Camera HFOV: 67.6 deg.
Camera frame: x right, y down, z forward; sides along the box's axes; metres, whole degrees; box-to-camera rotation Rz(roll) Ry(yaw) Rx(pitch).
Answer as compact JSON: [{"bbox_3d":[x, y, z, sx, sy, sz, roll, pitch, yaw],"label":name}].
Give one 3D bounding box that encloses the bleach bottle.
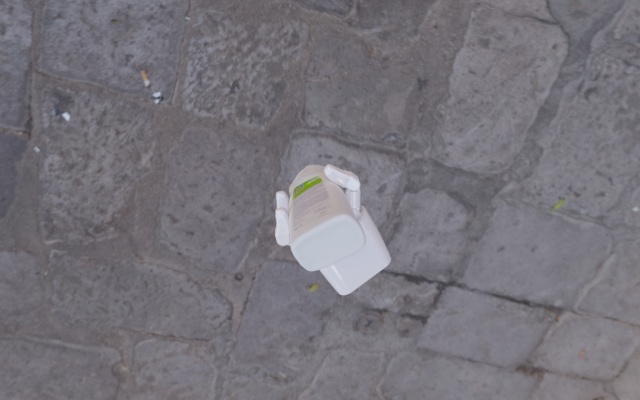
[{"bbox_3d":[0.000,0.002,0.742,0.102,0.068,0.250,-28,26,10],"label":"bleach bottle"}]
